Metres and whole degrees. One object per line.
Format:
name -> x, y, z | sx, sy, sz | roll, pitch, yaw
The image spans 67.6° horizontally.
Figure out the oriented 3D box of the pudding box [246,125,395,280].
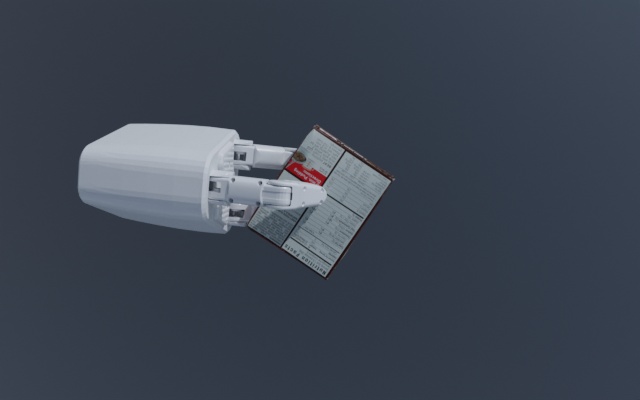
pudding box -> 0.000, 0.001, 0.436 | 0.090, 0.113, 0.039 | 34, 7, 0
